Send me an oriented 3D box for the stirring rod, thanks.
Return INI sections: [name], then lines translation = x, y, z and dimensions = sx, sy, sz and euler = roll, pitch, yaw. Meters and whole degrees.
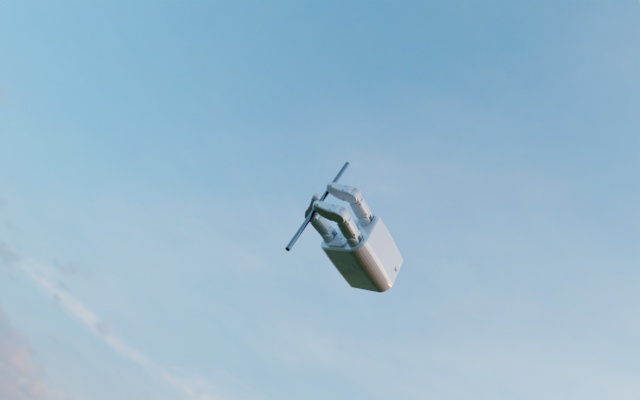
[stirring rod]
translation = 0.000, 0.003, 0.806
dimensions = 0.011, 0.011, 0.239
euler = 0, 36, 31
